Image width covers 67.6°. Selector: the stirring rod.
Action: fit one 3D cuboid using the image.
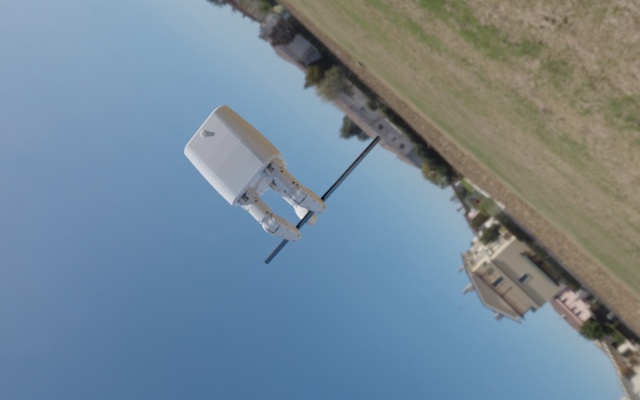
[{"bbox_3d":[0.000,0.002,0.663,0.011,0.239,0.011,40,13,-11],"label":"stirring rod"}]
